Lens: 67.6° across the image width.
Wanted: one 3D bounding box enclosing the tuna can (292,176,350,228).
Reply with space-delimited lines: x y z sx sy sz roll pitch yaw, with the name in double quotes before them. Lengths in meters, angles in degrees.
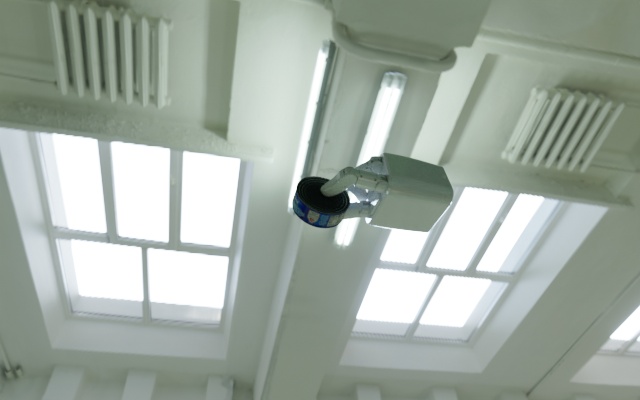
"tuna can" 0.000 0.003 0.730 0.086 0.034 0.086 13 37 -11
